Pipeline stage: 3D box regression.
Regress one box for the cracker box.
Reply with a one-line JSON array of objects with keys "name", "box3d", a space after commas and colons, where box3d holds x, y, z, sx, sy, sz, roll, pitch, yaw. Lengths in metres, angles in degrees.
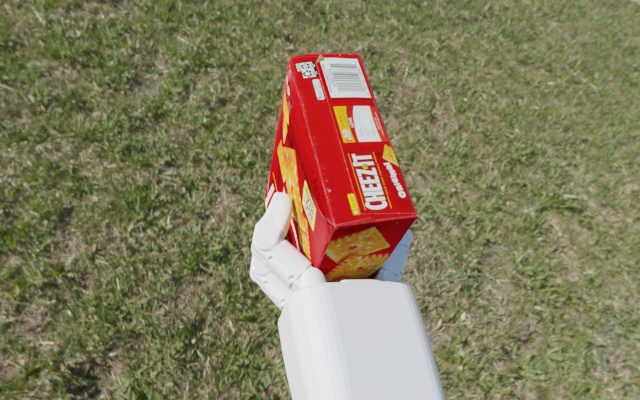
[{"name": "cracker box", "box3d": [0.000, 0.001, 0.441, 0.072, 0.164, 0.214, -5, -30, -16]}]
